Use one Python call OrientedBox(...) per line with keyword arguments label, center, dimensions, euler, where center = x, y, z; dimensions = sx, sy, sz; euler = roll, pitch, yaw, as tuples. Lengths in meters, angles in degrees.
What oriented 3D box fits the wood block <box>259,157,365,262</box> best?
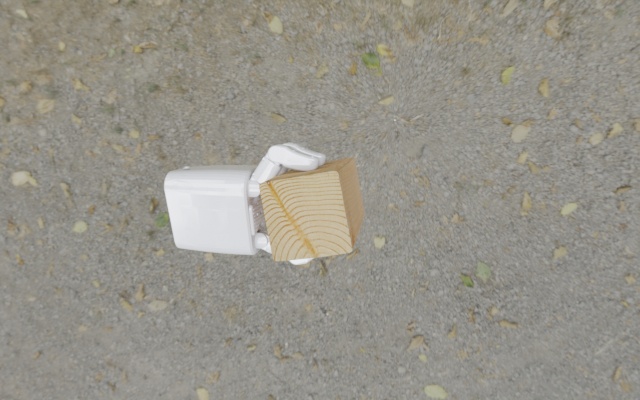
OrientedBox(label="wood block", center=(0.000, 0.002, 0.605), dimensions=(0.090, 0.091, 0.206), euler=(-8, 8, 10))
